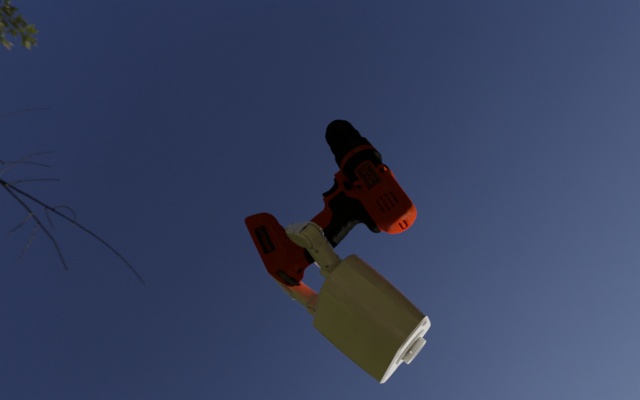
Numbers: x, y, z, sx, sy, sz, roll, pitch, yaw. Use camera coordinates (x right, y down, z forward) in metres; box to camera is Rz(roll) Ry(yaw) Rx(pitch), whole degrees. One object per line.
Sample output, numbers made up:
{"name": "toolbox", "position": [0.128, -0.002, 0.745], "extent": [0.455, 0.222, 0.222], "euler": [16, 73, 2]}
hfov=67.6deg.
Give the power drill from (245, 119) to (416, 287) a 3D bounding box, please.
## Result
{"name": "power drill", "position": [0.000, 0.002, 0.589], "extent": [0.187, 0.184, 0.057], "euler": [-36, -38, 8]}
